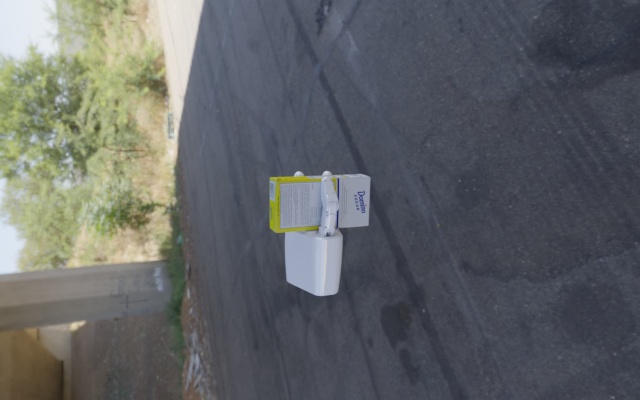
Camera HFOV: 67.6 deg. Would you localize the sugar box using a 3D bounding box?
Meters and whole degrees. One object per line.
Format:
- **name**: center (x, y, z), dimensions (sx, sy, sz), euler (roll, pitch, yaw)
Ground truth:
- **sugar box**: center (0.000, 0.003, 0.844), dimensions (0.176, 0.093, 0.048), euler (-3, 12, -23)
